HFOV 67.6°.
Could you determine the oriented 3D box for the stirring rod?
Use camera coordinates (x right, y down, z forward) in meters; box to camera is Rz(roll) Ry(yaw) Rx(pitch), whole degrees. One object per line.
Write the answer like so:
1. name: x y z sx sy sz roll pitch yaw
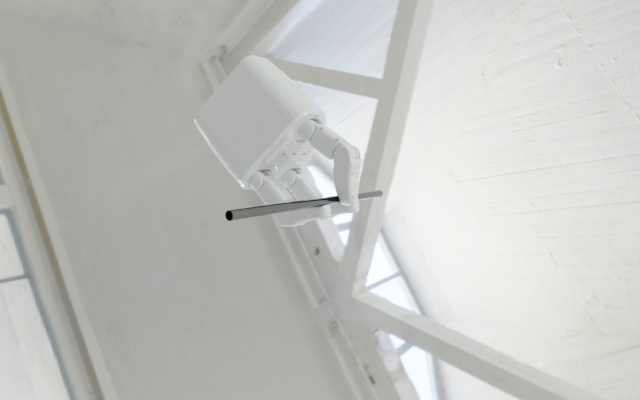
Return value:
1. stirring rod: 0.000 0.001 0.456 0.011 0.011 0.239 0 5 35
